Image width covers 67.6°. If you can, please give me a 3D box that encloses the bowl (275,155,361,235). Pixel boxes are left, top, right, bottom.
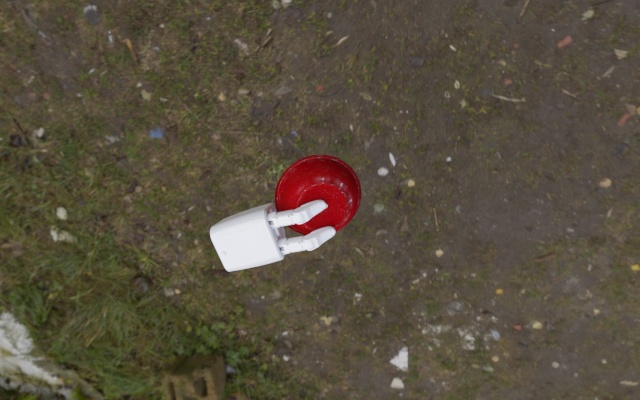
[{"bbox_3d":[0.001,0.002,0.852,0.162,0.162,0.055,0,22,-9],"label":"bowl"}]
